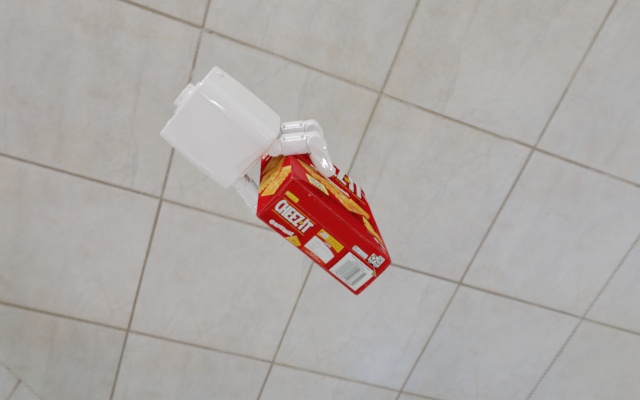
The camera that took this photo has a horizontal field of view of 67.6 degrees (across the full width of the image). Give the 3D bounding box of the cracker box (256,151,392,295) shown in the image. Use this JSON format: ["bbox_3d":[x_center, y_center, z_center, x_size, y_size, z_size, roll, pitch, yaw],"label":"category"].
[{"bbox_3d":[0.000,0.002,0.633,0.164,0.072,0.213,40,15,-19],"label":"cracker box"}]
